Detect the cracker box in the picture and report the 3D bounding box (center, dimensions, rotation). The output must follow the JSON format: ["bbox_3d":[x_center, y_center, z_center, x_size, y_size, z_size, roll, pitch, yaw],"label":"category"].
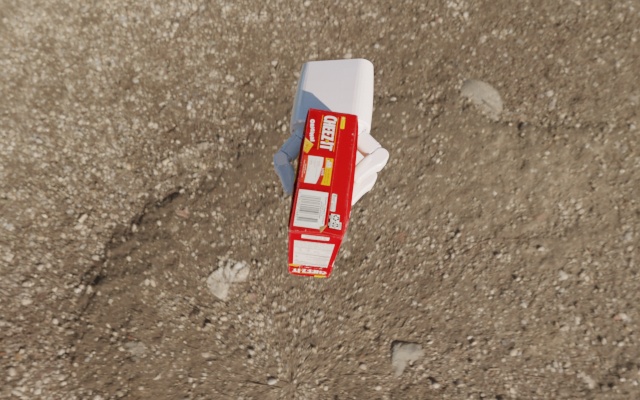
[{"bbox_3d":[0.000,0.002,0.654,0.072,0.164,0.214,8,-21,0],"label":"cracker box"}]
